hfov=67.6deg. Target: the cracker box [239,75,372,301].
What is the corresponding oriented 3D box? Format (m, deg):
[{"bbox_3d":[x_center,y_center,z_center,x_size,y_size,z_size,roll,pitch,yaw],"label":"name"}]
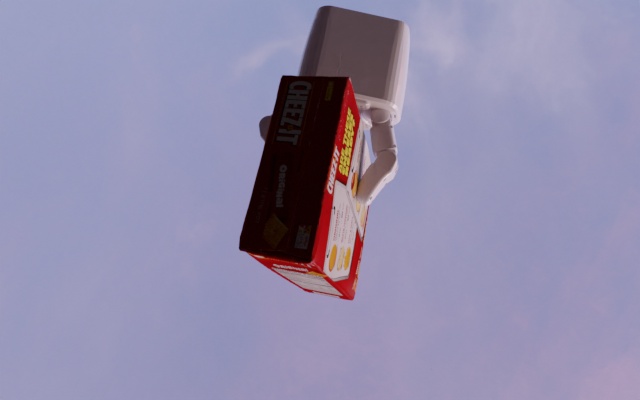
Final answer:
[{"bbox_3d":[0.000,0.002,0.484,0.072,0.164,0.214,6,-17,15],"label":"cracker box"}]
